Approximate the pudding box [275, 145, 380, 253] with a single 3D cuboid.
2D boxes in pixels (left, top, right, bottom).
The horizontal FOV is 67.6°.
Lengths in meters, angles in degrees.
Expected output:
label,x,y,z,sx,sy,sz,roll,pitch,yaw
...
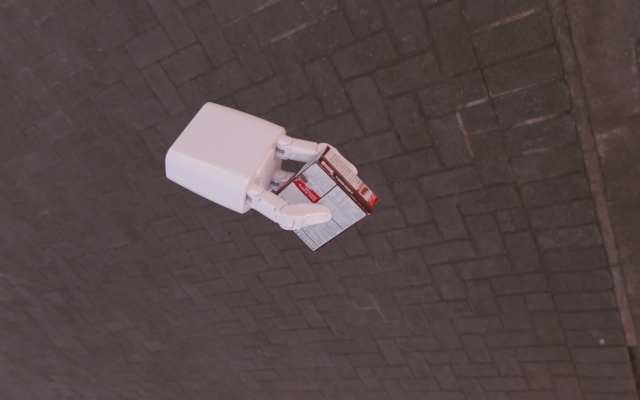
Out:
label,x,y,z,sx,sy,sz,roll,pitch,yaw
pudding box,0.000,0.002,0.577,0.113,0.090,0.039,-38,11,43
